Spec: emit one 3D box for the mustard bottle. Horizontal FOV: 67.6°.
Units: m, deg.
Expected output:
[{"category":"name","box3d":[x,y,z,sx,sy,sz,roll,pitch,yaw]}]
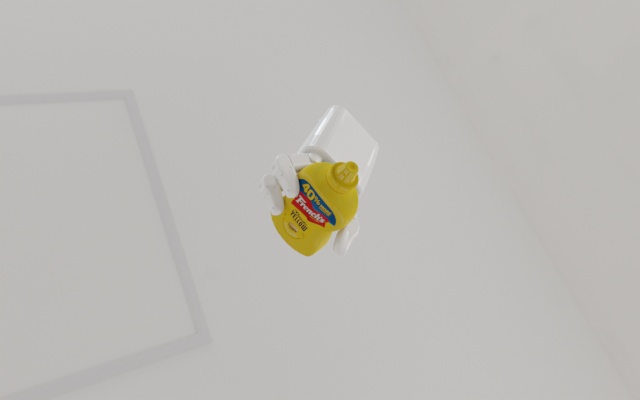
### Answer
[{"category":"mustard bottle","box3d":[0.000,0.002,0.658,0.058,0.096,0.192,-33,-9,-37]}]
